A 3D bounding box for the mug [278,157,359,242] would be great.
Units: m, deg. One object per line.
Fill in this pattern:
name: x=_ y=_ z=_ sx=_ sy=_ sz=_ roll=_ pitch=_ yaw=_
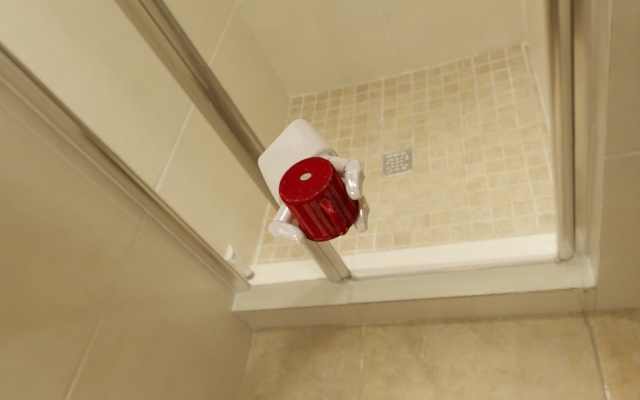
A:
mug: x=0.001 y=0.003 z=0.635 sx=0.093 sy=0.081 sz=0.117 roll=-34 pitch=43 yaw=-2
